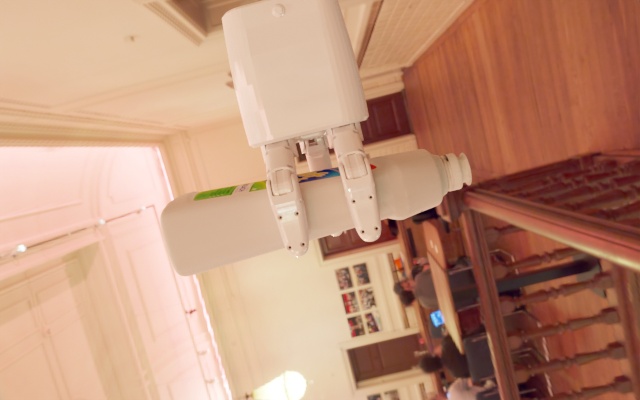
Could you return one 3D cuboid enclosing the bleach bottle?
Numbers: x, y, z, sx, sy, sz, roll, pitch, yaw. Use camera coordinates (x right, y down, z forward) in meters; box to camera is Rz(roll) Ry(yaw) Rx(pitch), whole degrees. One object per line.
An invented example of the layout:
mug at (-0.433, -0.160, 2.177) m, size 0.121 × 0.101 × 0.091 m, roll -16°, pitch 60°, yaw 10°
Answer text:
bleach bottle at (0.000, 0.001, 0.414) m, size 0.251 × 0.068 × 0.102 m, roll -13°, pitch 8°, yaw 3°
